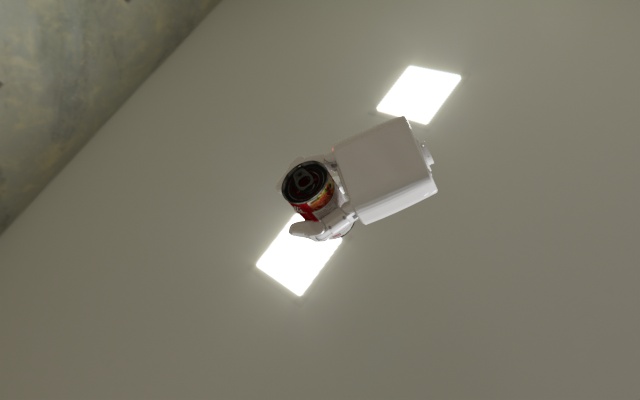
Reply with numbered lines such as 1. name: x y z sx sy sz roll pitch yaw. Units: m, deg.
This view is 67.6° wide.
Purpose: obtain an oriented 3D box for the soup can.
1. soup can: 0.000 0.003 0.656 0.068 0.068 0.102 0 -33 30
